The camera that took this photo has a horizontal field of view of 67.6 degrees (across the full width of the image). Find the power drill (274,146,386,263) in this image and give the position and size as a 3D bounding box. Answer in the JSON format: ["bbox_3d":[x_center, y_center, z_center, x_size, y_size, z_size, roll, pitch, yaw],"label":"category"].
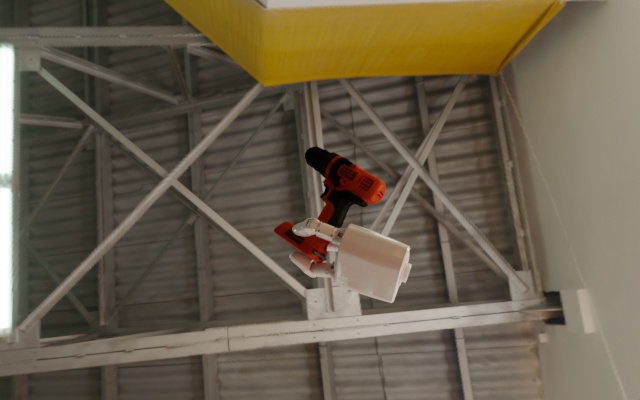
[{"bbox_3d":[0.000,0.003,0.864,0.184,0.187,0.057,32,-5,36],"label":"power drill"}]
